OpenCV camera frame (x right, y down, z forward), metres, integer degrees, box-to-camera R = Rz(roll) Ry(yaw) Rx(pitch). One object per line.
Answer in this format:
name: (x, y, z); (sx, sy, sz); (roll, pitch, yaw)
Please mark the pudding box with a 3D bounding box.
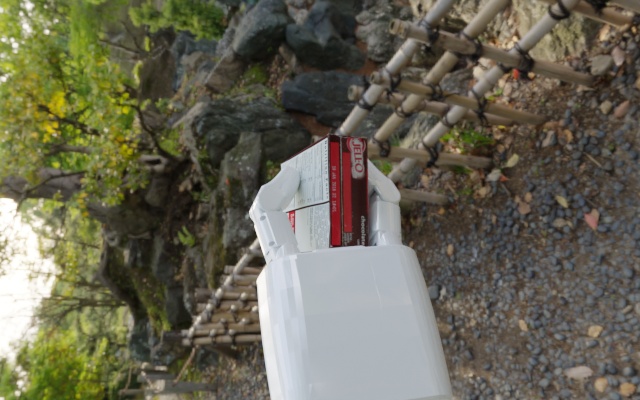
pudding box: (0.000, 0.001, 0.401); (0.039, 0.090, 0.113); (4, -9, -25)
